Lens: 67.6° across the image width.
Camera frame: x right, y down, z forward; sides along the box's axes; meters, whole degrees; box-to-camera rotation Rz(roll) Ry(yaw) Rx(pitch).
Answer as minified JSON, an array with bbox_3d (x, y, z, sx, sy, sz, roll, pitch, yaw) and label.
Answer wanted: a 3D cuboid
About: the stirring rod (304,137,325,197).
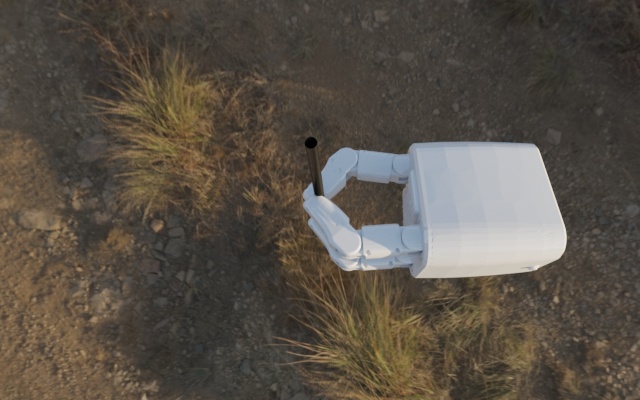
[{"bbox_3d":[0.000,0.001,0.406,0.011,0.011,0.240,0,-18,3],"label":"stirring rod"}]
